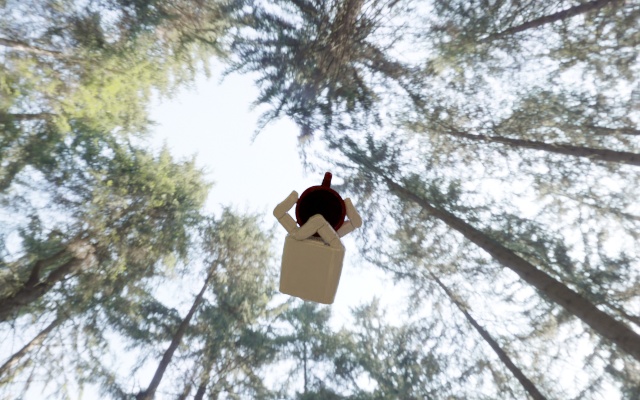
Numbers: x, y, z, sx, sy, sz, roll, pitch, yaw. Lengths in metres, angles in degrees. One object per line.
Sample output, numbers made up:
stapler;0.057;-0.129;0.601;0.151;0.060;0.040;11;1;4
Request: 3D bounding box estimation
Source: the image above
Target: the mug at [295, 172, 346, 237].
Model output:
mug;0.000;0.001;0.890;0.093;0.117;0.081;12;8;-5
